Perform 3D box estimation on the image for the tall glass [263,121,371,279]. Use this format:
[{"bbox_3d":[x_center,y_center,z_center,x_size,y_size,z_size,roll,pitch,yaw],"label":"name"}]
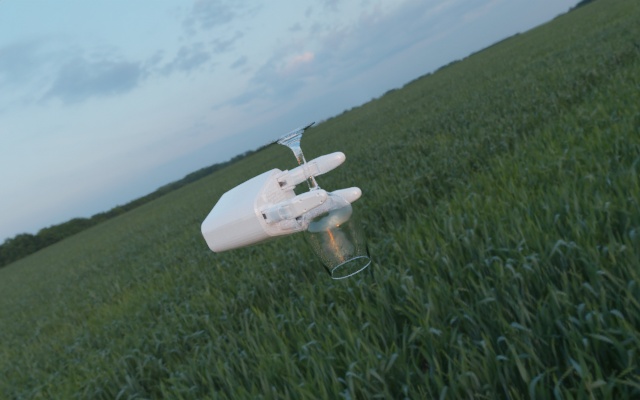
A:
[{"bbox_3d":[0.000,0.001,0.635,0.079,0.201,0.079,-24,8,4],"label":"tall glass"}]
